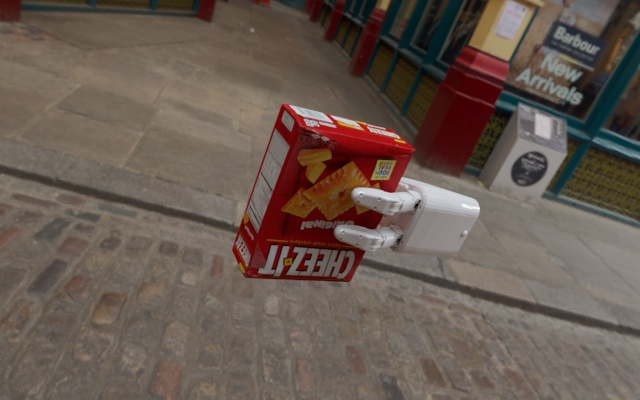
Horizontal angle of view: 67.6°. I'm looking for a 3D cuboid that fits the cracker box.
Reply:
[{"bbox_3d":[0.000,0.002,0.608,0.164,0.214,0.072,8,27,-30],"label":"cracker box"}]
